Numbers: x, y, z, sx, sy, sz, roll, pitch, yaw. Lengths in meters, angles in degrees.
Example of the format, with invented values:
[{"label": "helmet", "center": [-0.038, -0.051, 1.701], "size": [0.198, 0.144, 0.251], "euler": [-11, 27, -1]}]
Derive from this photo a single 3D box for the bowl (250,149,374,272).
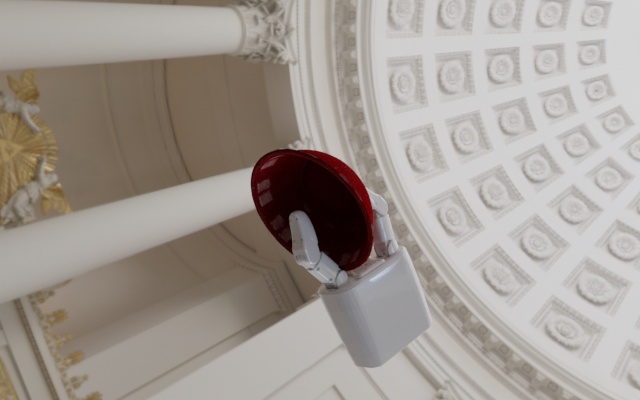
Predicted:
[{"label": "bowl", "center": [0.000, 0.000, 0.539], "size": [0.162, 0.162, 0.055], "euler": [0, 33, 40]}]
